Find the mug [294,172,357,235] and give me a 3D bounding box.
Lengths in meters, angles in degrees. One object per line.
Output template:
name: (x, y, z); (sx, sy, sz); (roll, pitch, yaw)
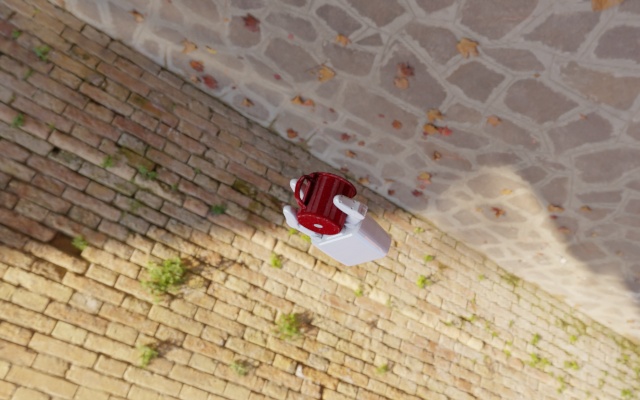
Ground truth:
mug: (-0.001, 0.002, 0.819); (0.093, 0.081, 0.117); (-5, -33, 44)
